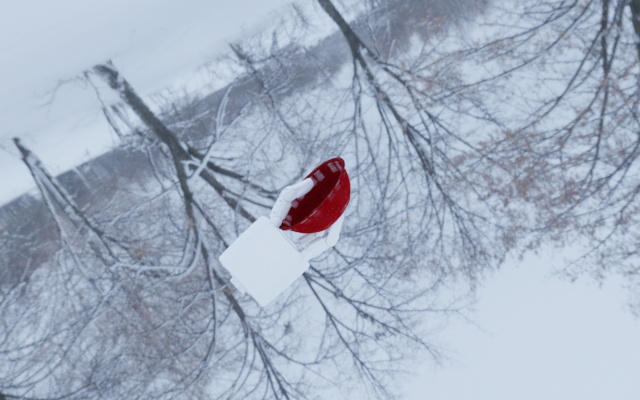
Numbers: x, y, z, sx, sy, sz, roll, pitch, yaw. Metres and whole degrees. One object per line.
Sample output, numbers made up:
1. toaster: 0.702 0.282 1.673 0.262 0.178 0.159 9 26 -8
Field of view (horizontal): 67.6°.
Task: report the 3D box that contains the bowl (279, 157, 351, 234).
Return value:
1. bowl: 0.001 0.002 0.825 0.055 0.162 0.162 41 -17 -20
